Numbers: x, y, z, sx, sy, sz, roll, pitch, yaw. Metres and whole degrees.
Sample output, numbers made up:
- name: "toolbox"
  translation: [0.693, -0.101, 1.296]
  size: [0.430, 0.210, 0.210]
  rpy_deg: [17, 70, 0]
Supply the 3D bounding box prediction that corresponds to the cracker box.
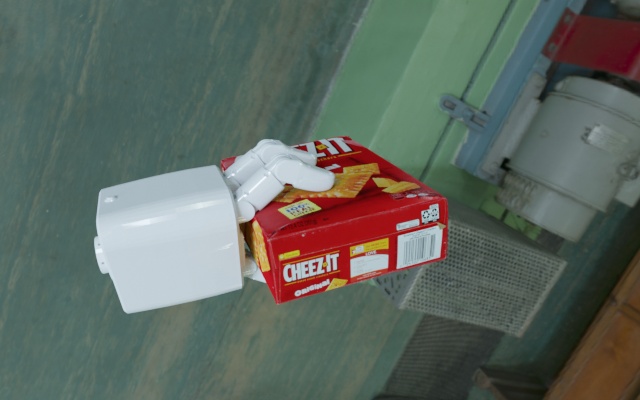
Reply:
- name: "cracker box"
  translation: [0.000, 0.002, 0.484]
  size: [0.164, 0.072, 0.213]
  rpy_deg: [-12, 26, -17]
